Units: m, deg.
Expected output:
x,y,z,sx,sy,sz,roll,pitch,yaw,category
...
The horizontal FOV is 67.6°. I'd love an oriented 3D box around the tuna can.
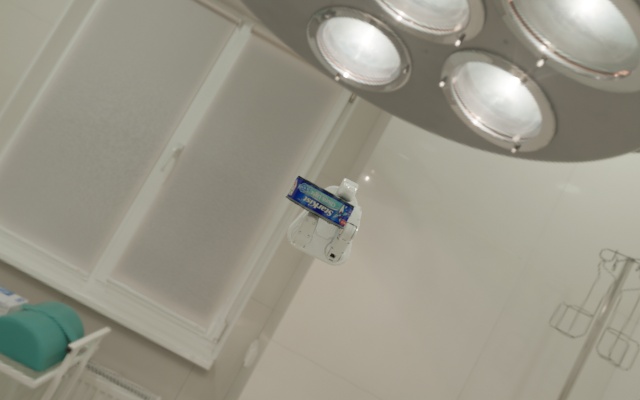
x,y,z,sx,sy,sz,roll,pitch,yaw,category
0.000,0.002,0.618,0.086,0.034,0.086,29,1,0,tuna can
